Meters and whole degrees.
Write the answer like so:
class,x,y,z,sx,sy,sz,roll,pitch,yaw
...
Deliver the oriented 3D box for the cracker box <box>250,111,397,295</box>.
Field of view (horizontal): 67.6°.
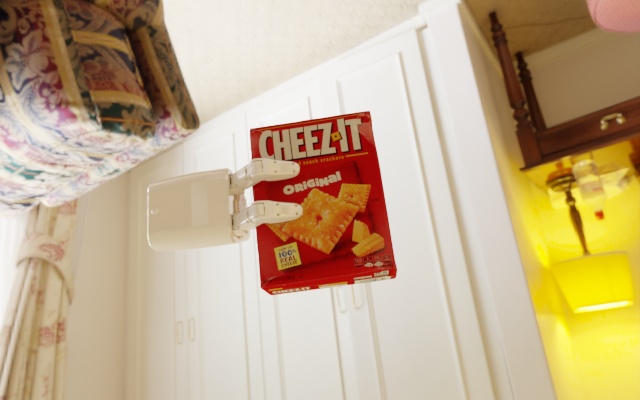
class,x,y,z,sx,sy,sz,roll,pitch,yaw
cracker box,0.000,0.002,0.611,0.164,0.213,0.072,-8,-19,3
